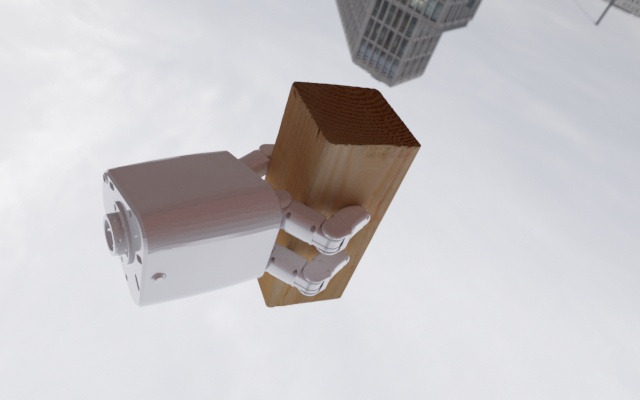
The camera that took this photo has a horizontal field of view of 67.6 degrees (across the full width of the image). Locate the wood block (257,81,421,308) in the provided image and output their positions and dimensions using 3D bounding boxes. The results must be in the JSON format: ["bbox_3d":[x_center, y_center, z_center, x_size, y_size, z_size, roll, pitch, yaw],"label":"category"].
[{"bbox_3d":[0.000,0.001,0.459,0.090,0.206,0.090,-2,45,-27],"label":"wood block"}]
